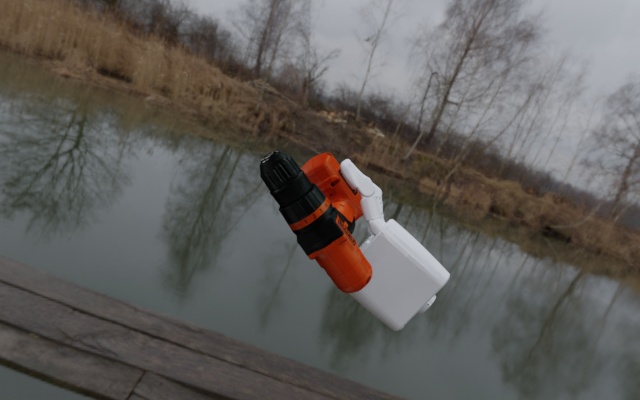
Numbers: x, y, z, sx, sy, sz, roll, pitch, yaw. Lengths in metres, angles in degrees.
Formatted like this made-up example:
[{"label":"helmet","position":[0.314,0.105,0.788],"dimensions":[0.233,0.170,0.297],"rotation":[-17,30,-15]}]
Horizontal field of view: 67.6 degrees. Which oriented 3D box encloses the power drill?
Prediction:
[{"label":"power drill","position":[0.000,0.002,0.589],"dimensions":[0.057,0.184,0.187],"rotation":[-29,15,16]}]
